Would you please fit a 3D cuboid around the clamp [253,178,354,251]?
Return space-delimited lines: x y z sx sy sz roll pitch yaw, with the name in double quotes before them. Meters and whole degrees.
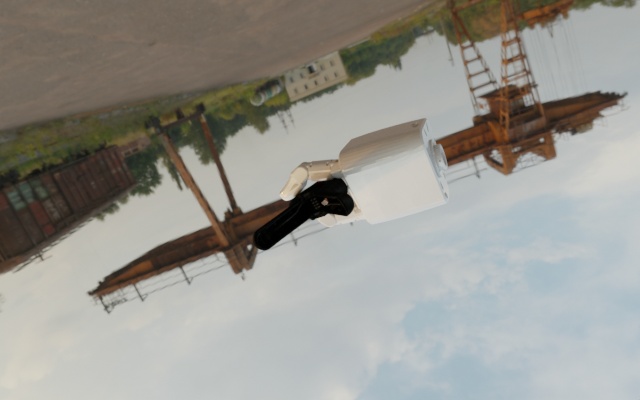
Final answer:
"clamp" 0.000 0.002 0.571 0.120 0.039 0.171 -16 16 23
